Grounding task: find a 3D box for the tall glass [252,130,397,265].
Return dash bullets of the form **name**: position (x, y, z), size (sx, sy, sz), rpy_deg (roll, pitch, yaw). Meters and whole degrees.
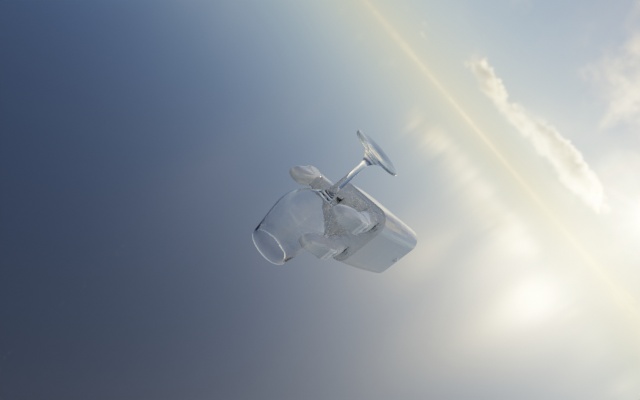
- **tall glass**: position (0.000, 0.002, 0.624), size (0.201, 0.079, 0.079), rpy_deg (-41, -16, 19)
